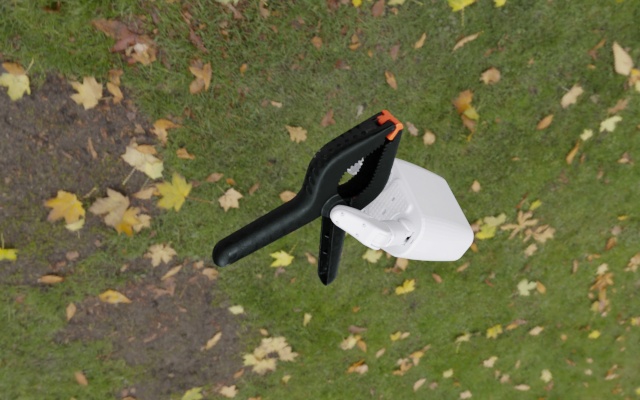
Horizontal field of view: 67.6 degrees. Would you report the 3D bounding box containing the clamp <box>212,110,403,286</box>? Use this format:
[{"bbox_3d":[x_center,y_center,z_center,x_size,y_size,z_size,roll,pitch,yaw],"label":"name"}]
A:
[{"bbox_3d":[0.001,0.002,0.466,0.164,0.210,0.036,11,30,-43],"label":"clamp"}]
